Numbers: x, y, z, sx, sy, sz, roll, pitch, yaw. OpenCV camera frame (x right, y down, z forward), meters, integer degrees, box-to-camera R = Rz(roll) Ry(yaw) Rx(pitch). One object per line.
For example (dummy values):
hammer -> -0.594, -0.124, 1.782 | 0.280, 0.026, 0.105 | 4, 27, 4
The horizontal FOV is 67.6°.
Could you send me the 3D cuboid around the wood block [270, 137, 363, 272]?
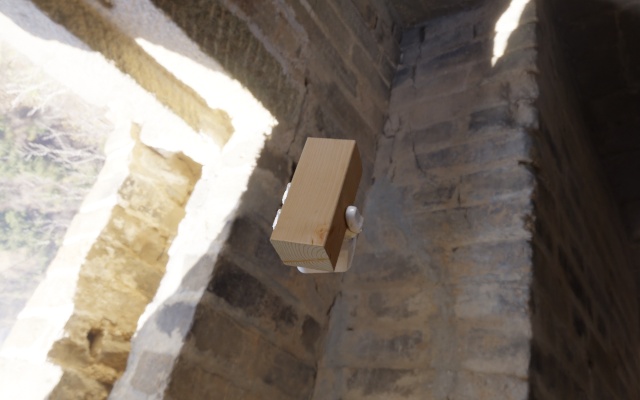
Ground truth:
wood block -> 0.000, 0.003, 0.797 | 0.091, 0.206, 0.090 | 6, -32, 19
